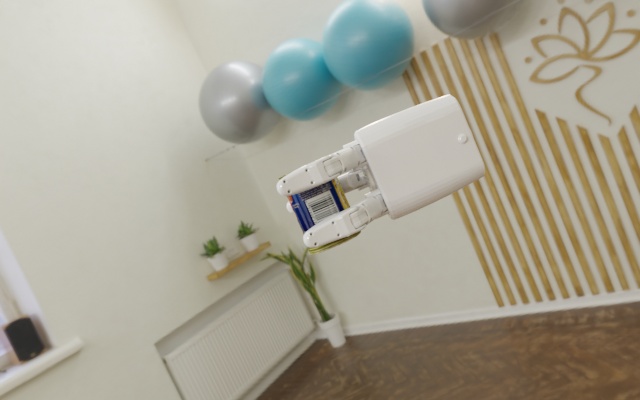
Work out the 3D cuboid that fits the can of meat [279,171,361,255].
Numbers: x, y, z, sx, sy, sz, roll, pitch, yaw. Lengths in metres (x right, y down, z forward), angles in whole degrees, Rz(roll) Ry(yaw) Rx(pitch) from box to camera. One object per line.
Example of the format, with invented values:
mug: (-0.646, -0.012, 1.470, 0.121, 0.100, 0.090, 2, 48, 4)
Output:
can of meat: (0.000, 0.001, 0.509, 0.057, 0.084, 0.102, -23, 5, 6)
